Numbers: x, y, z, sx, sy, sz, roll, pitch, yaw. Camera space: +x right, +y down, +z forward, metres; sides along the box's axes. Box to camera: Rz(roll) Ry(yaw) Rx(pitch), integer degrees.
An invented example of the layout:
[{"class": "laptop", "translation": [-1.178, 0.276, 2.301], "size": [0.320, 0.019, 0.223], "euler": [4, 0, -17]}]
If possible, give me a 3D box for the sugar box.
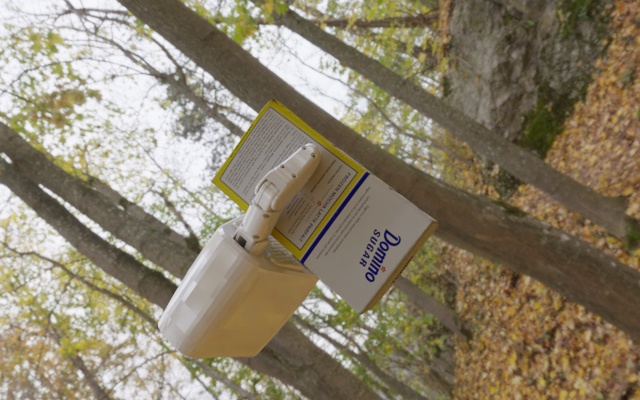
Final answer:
[{"class": "sugar box", "translation": [0.000, 0.001, 0.402], "size": [0.176, 0.093, 0.048], "euler": [40, 9, 18]}]
